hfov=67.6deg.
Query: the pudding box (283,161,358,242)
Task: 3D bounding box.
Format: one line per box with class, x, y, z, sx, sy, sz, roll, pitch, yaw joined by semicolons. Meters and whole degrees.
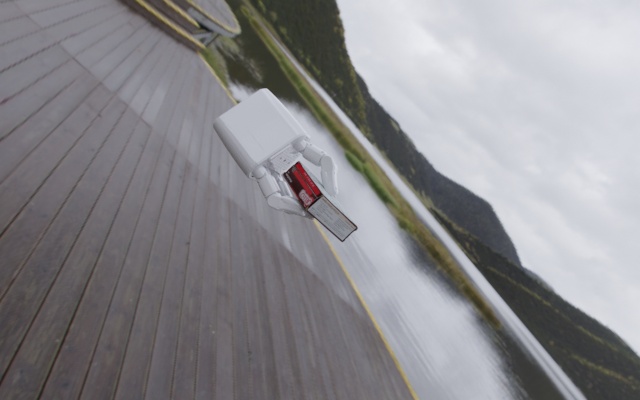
pudding box;0.000;0.002;0.724;0.113;0.039;0.090;41;11;-46
